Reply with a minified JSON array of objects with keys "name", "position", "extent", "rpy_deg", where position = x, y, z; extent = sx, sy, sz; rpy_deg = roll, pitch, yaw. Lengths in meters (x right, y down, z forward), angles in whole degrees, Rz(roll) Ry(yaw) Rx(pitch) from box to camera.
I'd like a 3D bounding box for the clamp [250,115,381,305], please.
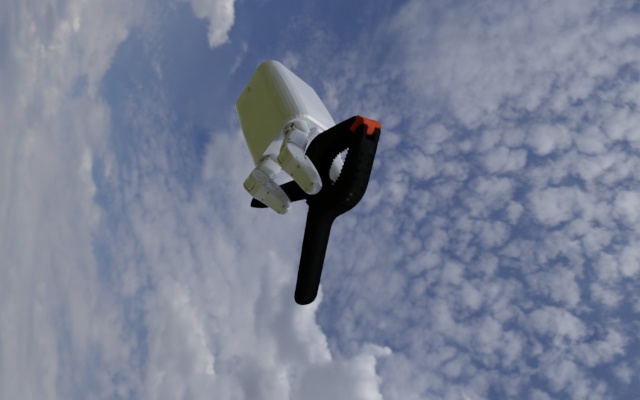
[{"name":"clamp","position":[0.001,0.001,0.523],"extent":[0.036,0.164,0.210],"rpy_deg":[6,-42,-41]}]
